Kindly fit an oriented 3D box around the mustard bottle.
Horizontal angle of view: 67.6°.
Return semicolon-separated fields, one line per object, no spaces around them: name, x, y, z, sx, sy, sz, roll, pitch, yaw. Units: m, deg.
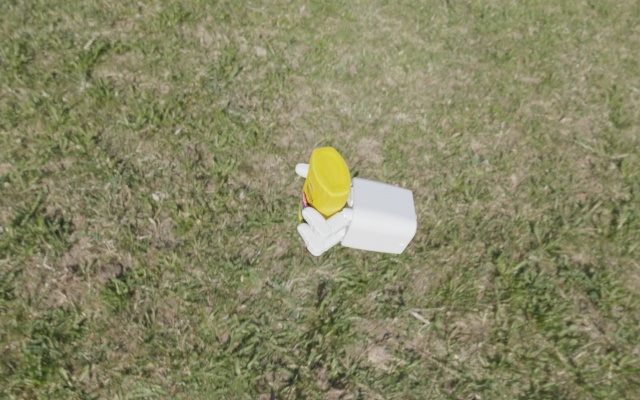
mustard bottle;0.000;0.002;0.805;0.058;0.096;0.192;-11;-29;-18
